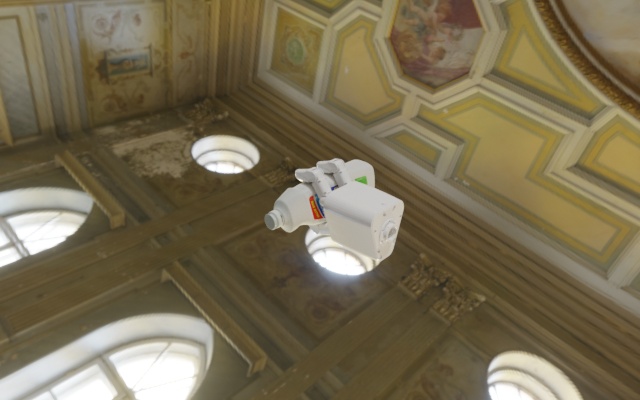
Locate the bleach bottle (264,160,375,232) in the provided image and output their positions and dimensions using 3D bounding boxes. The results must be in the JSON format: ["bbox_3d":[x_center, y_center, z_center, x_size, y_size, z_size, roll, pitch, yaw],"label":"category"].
[{"bbox_3d":[0.000,0.003,0.897,0.068,0.103,0.250,23,35,38],"label":"bleach bottle"}]
